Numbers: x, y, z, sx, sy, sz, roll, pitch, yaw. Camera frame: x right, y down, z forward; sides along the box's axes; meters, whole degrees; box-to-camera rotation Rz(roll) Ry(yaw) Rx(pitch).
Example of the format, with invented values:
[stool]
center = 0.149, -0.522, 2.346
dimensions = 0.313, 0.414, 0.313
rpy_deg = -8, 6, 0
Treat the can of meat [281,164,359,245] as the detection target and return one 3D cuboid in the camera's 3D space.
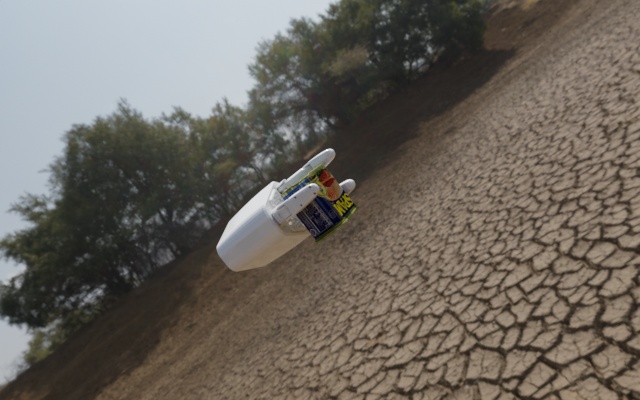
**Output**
[can of meat]
center = 0.000, 0.002, 0.671
dimensions = 0.057, 0.084, 0.102
rpy_deg = -38, 1, 24
